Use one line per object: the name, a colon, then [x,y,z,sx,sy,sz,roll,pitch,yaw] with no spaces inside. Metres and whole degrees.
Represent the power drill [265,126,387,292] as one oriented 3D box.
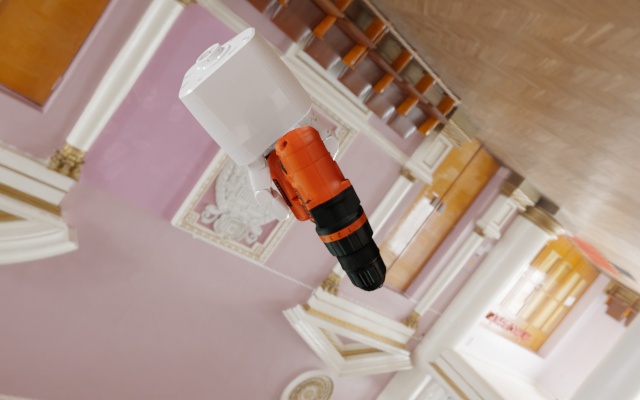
power drill: [0.000,0.001,0.541,0.057,0.184,0.187,-29,14,-9]
